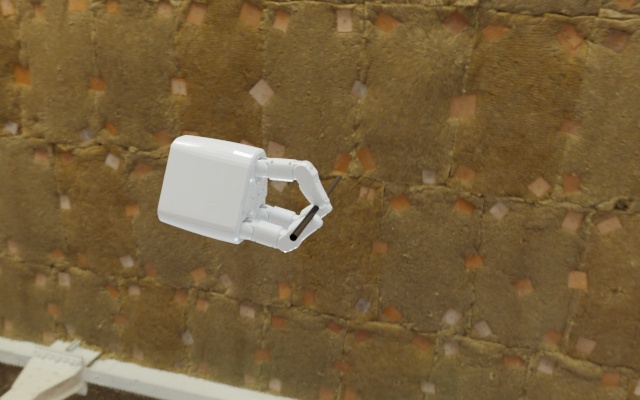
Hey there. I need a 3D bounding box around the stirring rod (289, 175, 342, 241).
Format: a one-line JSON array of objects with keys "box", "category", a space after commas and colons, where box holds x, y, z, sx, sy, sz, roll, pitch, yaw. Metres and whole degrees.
[{"box": [0.000, 0.002, 0.586, 0.011, 0.011, 0.239, 0, 17, 14], "category": "stirring rod"}]
